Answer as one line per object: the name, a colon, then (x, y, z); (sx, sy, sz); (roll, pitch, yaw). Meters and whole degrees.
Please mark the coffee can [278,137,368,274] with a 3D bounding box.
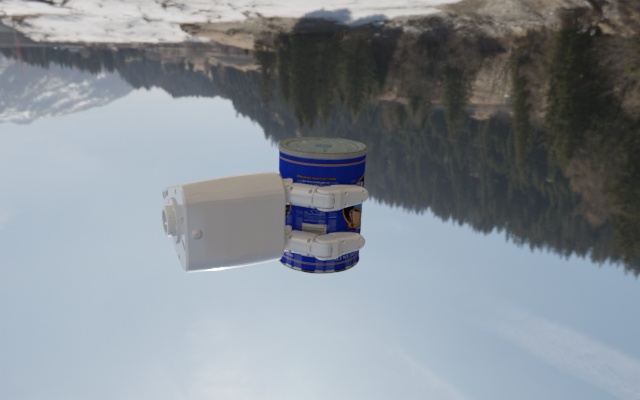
coffee can: (0.000, 0.002, 0.570); (0.103, 0.140, 0.102); (2, 17, -1)
